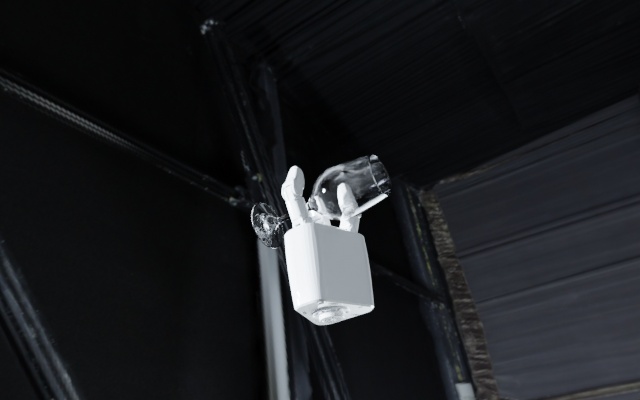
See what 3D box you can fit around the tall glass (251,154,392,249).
[{"bbox_3d":[-0.001,0.002,0.686,0.201,0.079,0.079,-25,-12,26],"label":"tall glass"}]
